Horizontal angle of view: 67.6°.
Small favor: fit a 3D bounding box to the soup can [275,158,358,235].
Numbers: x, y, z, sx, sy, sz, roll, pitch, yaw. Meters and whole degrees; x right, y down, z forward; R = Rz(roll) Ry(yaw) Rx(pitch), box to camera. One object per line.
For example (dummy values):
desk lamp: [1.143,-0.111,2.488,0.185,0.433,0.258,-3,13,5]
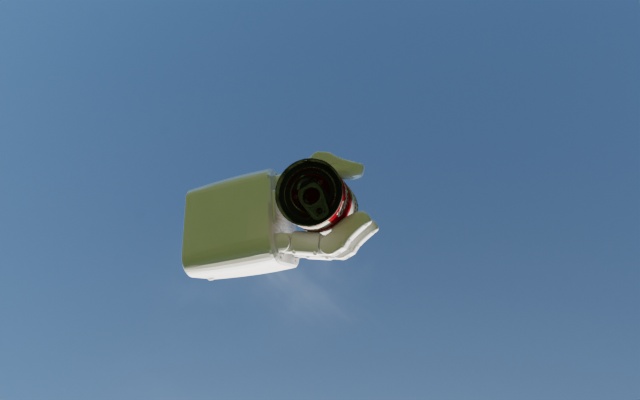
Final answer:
soup can: [0.001,0.001,0.507,0.068,0.068,0.102,0,-11,14]
